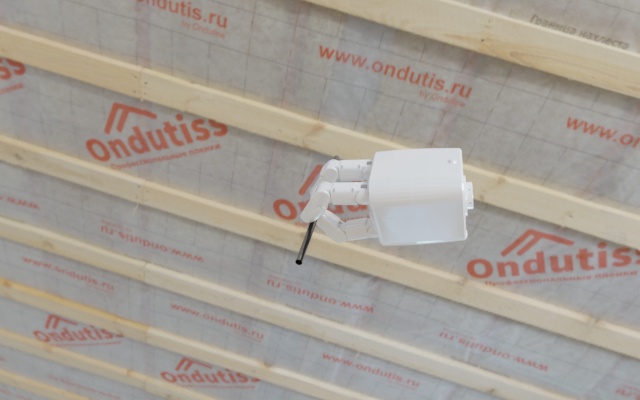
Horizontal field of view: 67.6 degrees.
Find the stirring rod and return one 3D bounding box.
[{"bbox_3d":[0.000,0.002,0.631,0.011,0.011,0.239,0,34,14],"label":"stirring rod"}]
